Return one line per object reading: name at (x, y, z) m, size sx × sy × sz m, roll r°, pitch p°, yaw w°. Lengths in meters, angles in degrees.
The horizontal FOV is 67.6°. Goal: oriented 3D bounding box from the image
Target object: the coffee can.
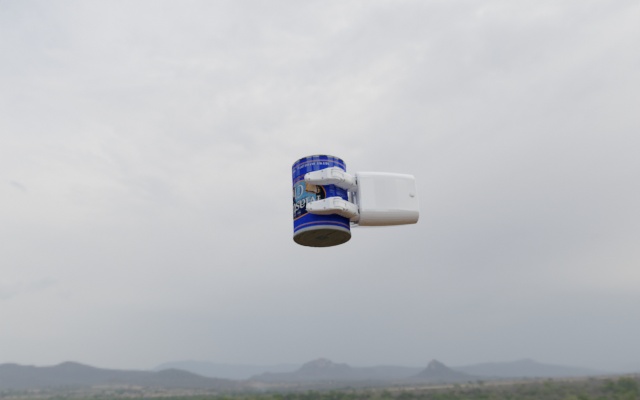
coffee can at (0.000, 0.003, 0.859) m, size 0.103 × 0.140 × 0.103 m, roll -2°, pitch -23°, yaw -1°
